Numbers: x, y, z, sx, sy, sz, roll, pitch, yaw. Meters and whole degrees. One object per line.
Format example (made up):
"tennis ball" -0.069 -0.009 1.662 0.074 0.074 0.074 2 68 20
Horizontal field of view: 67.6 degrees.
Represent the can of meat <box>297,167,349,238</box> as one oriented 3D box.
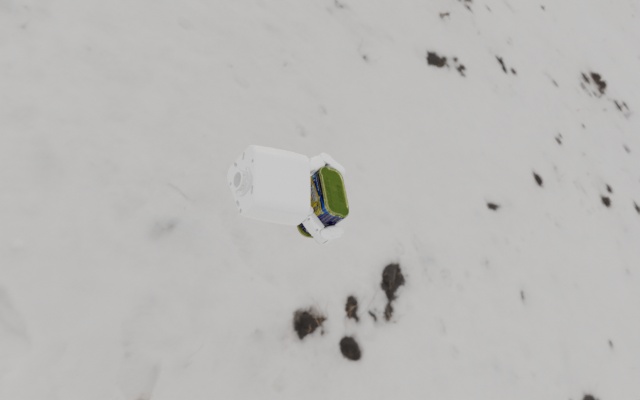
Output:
"can of meat" 0.000 0.003 0.833 0.057 0.102 0.084 12 -35 -36
